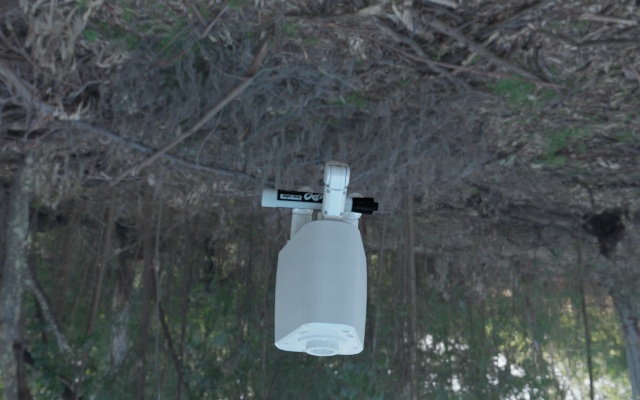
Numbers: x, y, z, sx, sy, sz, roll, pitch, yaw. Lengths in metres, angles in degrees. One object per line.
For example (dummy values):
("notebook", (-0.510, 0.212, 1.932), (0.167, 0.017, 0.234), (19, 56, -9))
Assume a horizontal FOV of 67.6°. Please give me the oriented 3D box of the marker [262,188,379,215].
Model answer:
("marker", (0.000, 0.002, 0.498), (0.121, 0.020, 0.020), (5, 0, -4))
